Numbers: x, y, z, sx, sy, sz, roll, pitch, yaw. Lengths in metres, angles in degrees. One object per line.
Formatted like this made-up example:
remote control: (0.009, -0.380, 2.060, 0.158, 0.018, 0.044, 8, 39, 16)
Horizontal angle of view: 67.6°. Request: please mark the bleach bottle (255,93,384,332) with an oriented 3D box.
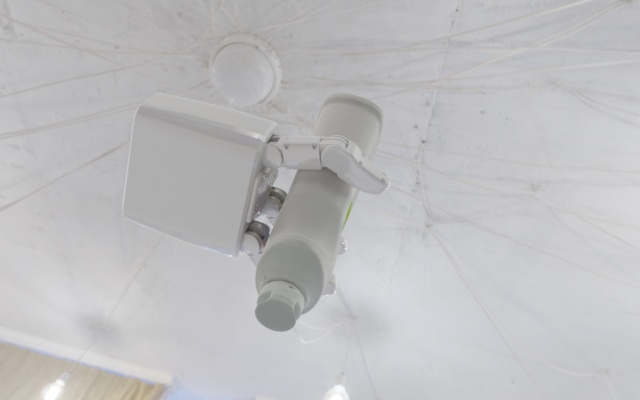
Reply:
bleach bottle: (0.000, 0.001, 0.406, 0.068, 0.103, 0.250, 16, 35, 4)
